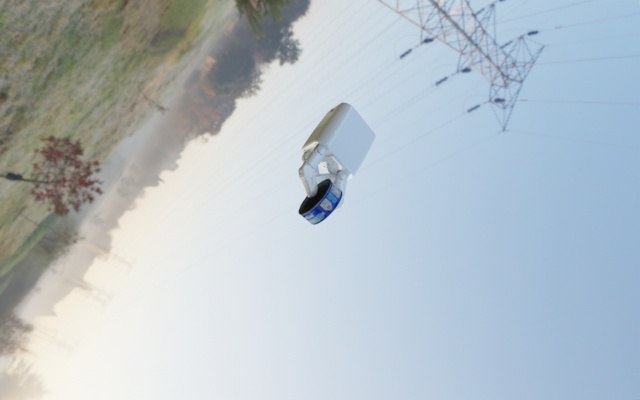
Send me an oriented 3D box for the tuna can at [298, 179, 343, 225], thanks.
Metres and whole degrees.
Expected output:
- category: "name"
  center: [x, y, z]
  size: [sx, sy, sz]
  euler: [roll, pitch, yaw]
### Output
- category: "tuna can"
  center: [0.001, 0.003, 0.877]
  size: [0.034, 0.086, 0.086]
  euler: [42, -15, -17]
